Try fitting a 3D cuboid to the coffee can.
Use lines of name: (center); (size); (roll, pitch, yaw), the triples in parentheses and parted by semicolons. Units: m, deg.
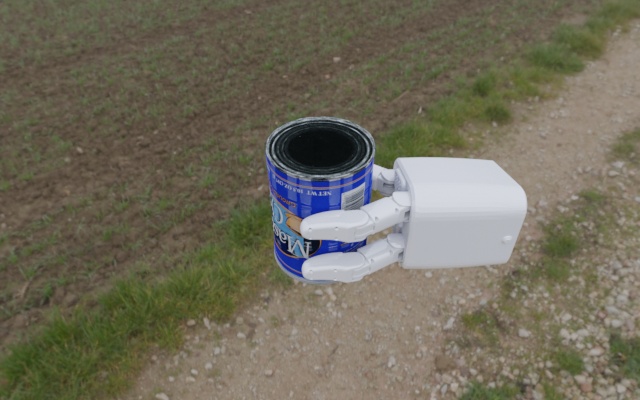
coffee can: (0.000, 0.002, 0.486); (0.103, 0.140, 0.102); (0, 41, 0)
